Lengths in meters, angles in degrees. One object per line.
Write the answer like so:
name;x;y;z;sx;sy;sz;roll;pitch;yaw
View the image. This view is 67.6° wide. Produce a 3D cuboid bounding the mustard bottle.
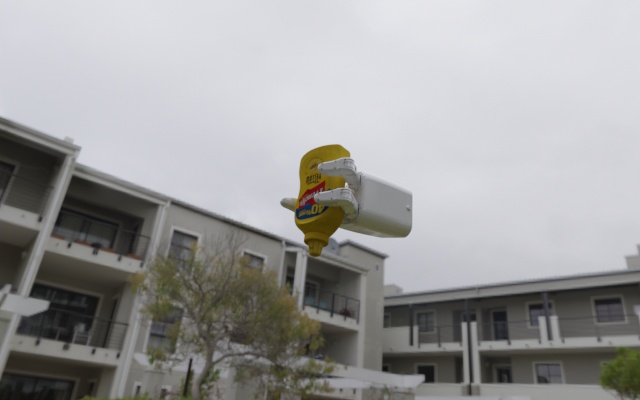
mustard bottle;0.000;0.002;0.806;0.096;0.191;0.058;-15;-33;36
